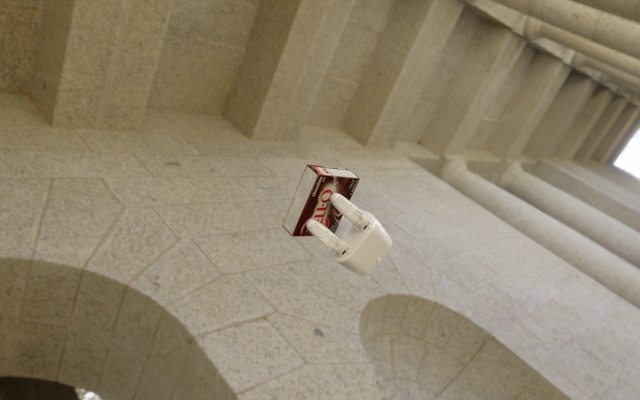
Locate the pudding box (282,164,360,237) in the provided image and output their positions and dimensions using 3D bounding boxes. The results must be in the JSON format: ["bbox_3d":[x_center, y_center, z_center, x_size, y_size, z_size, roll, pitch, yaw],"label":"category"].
[{"bbox_3d":[0.000,0.002,0.748,0.090,0.113,0.039,2,28,-44],"label":"pudding box"}]
